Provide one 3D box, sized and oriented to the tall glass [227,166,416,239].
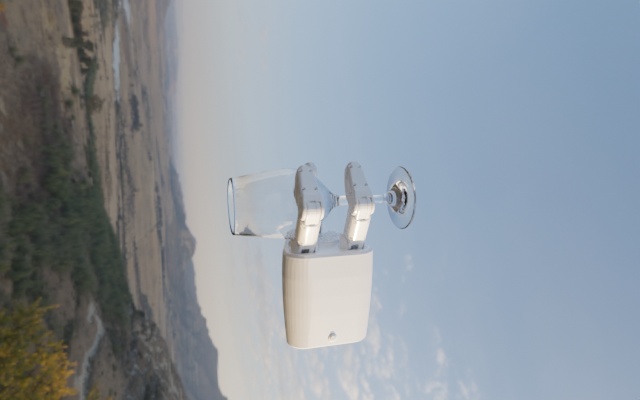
[{"bbox_3d":[0.001,0.002,0.535,0.201,0.079,0.079,-3,1,-17],"label":"tall glass"}]
